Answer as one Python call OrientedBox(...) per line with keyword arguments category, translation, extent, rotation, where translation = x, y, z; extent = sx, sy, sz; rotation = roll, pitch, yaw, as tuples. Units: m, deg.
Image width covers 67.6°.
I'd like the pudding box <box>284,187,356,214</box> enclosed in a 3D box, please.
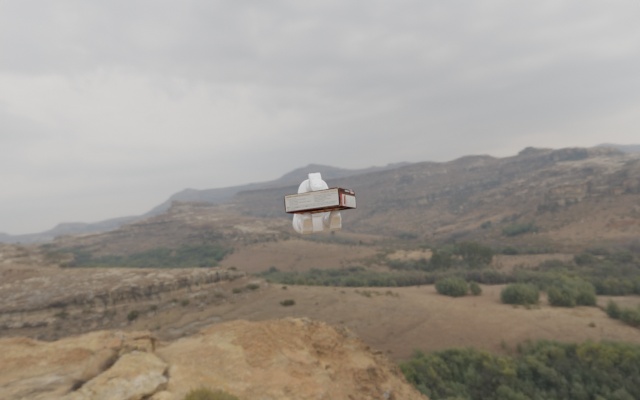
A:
OrientedBox(category="pudding box", translation=(0.000, 0.003, 0.899), extent=(0.113, 0.039, 0.090), rotation=(-10, -6, 22))
